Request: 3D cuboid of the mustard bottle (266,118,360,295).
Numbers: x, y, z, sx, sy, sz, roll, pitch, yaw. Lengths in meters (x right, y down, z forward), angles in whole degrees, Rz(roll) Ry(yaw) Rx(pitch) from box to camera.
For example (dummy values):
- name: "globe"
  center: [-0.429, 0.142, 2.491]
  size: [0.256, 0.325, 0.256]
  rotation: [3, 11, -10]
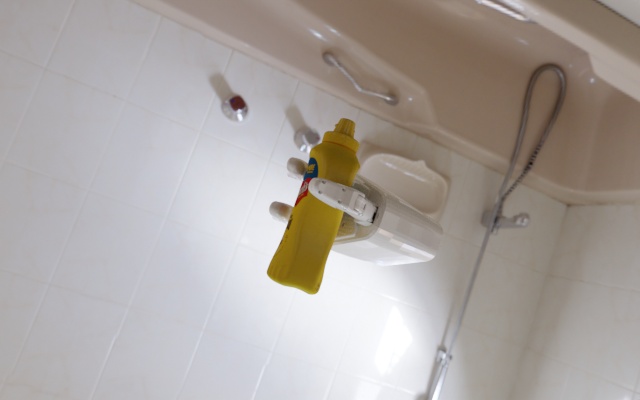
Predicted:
- name: "mustard bottle"
  center: [0.000, 0.002, 0.519]
  size: [0.058, 0.191, 0.096]
  rotation: [21, -6, -8]
